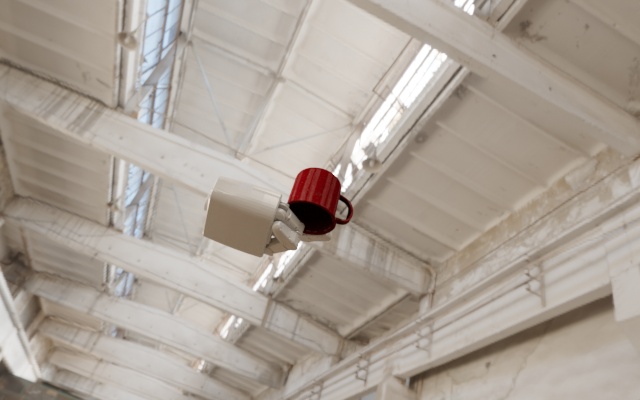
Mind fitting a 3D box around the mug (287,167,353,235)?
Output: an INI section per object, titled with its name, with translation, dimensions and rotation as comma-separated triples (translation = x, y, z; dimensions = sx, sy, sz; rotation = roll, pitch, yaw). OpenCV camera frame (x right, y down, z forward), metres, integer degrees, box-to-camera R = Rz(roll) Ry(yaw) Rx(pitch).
[mug]
translation = 0.002, 0.003, 0.803
dimensions = 0.117, 0.081, 0.093
rotation = 19, -37, -4
